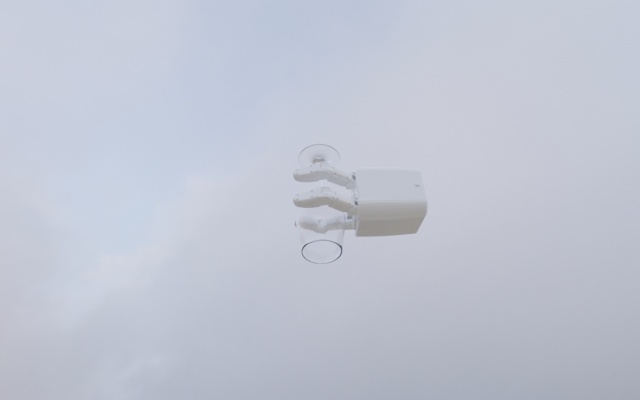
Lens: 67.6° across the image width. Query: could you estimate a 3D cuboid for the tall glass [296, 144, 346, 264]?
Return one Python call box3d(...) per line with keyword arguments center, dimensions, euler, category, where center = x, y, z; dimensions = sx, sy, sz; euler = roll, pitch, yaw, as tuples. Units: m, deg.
box3d(center=(0.000, 0.002, 0.776), dimensions=(0.079, 0.200, 0.079), euler=(-1, -41, -1), category="tall glass")
